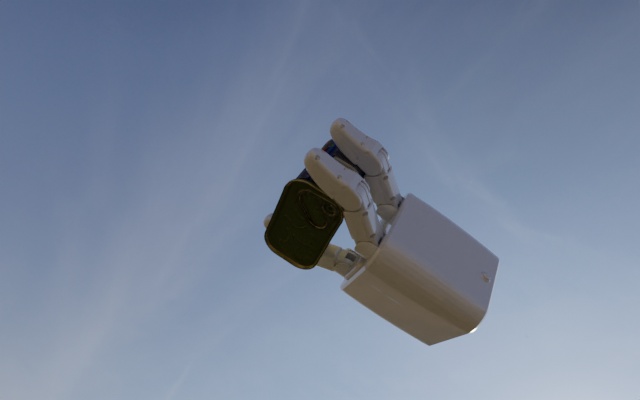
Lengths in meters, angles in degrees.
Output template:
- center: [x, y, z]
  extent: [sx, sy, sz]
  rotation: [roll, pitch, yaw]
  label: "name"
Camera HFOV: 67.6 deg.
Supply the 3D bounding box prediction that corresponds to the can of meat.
- center: [0.000, 0.001, 0.450]
  extent: [0.057, 0.102, 0.084]
  rotation: [32, 44, 5]
  label: "can of meat"
